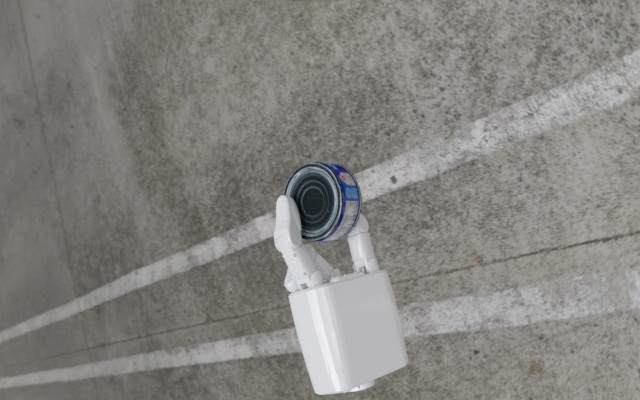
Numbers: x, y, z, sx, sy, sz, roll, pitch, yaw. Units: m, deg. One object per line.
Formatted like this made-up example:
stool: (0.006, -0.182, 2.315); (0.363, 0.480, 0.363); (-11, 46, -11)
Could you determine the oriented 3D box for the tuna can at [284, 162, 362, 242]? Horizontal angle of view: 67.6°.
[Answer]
tuna can: (0.000, 0.002, 0.512); (0.086, 0.086, 0.034); (0, -2, 40)
